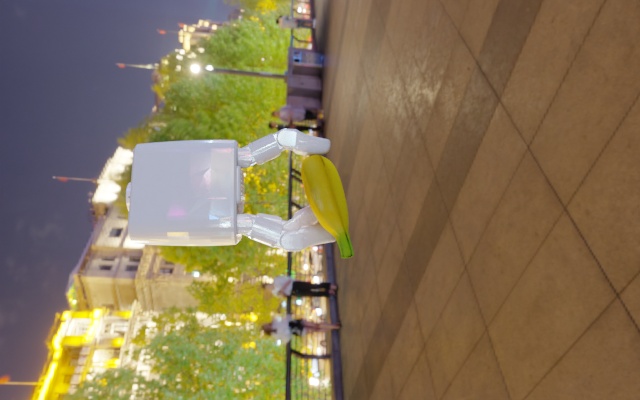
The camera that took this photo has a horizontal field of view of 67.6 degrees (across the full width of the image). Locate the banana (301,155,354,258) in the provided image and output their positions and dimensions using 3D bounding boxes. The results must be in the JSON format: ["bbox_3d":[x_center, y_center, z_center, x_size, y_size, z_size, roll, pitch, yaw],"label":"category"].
[{"bbox_3d":[-0.001,-0.014,0.510,0.037,0.070,0.197,-6,24,-5],"label":"banana"}]
